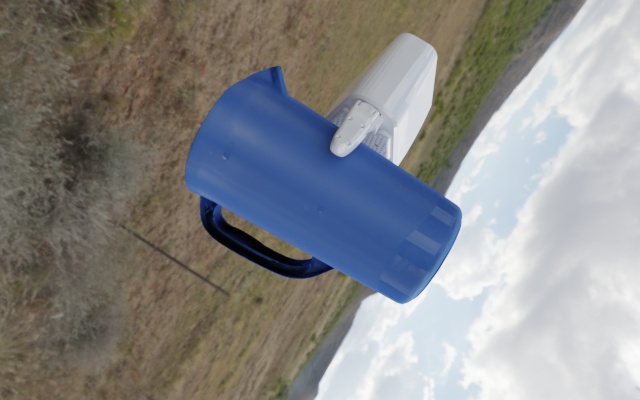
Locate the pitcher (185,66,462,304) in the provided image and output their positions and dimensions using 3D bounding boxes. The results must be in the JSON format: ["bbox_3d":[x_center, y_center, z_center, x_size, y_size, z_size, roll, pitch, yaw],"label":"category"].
[{"bbox_3d":[0.000,0.001,0.464,0.243,0.145,0.149,31,-25,6],"label":"pitcher"}]
